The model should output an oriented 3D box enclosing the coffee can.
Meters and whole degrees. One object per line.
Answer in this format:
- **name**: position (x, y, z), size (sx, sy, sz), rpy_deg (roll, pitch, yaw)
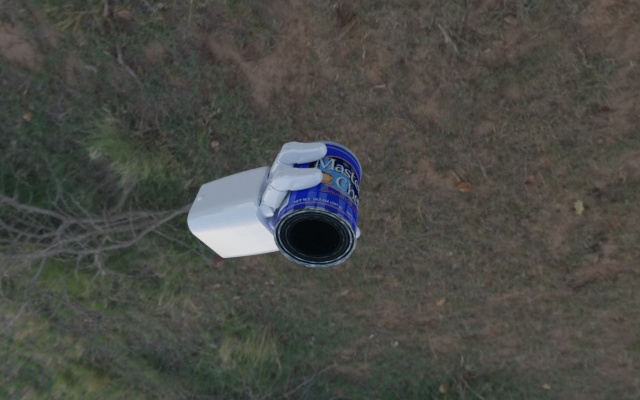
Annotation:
- **coffee can**: position (0.000, 0.002, 0.632), size (0.103, 0.103, 0.140), rpy_deg (0, 41, 8)
